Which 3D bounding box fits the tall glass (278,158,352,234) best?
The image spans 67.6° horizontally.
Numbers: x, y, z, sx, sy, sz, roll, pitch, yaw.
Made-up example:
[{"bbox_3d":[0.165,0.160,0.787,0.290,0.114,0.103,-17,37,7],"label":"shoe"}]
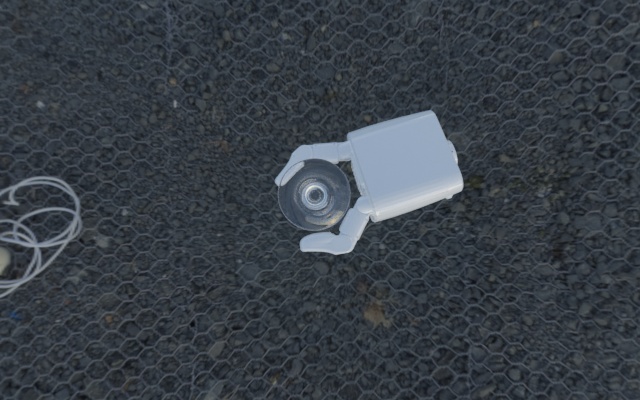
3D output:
[{"bbox_3d":[0.000,0.002,0.582,0.079,0.079,0.201,0,-5,3],"label":"tall glass"}]
